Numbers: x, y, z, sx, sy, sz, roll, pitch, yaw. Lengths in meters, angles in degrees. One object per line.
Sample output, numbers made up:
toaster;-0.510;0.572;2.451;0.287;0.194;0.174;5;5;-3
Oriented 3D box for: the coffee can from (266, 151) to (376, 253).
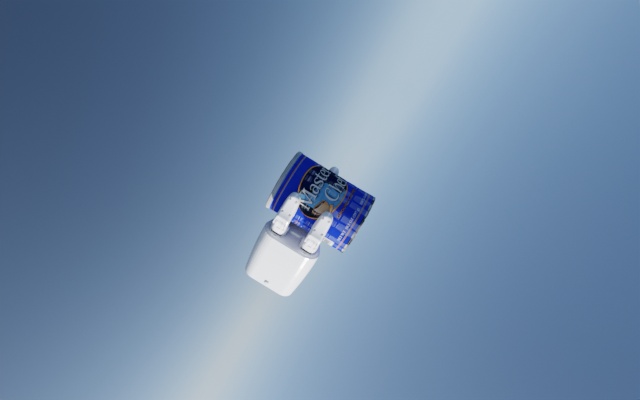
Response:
coffee can;0.000;0.002;0.749;0.140;0.103;0.103;31;0;0
